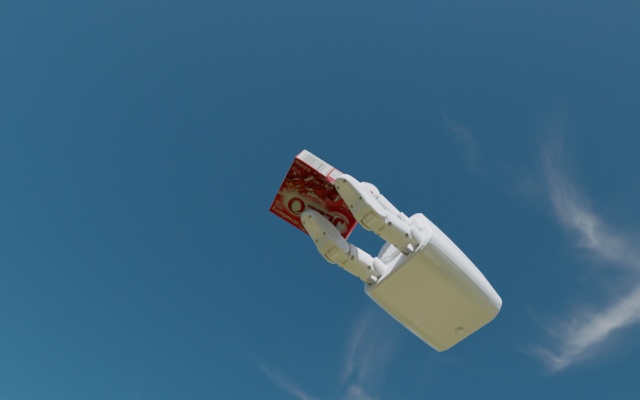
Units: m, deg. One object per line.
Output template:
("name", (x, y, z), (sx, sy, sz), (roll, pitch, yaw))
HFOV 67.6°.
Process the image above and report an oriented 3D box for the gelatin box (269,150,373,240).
("gelatin box", (0.000, 0.001, 0.503), (0.089, 0.073, 0.030), (32, 30, 5))
